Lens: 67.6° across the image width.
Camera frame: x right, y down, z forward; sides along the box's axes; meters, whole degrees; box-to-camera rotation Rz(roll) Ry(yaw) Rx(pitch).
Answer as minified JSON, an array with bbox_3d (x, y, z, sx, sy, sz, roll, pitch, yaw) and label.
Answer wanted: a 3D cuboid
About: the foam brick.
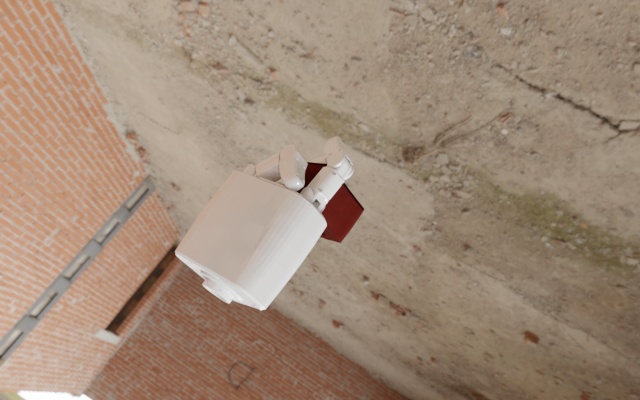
[{"bbox_3d":[0.000,0.002,0.529,0.053,0.051,0.078,10,-32,48],"label":"foam brick"}]
